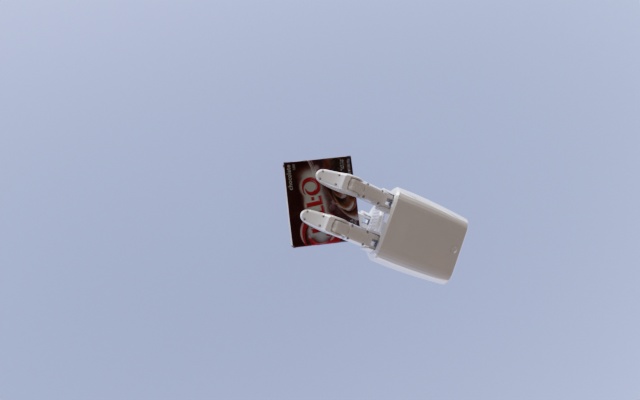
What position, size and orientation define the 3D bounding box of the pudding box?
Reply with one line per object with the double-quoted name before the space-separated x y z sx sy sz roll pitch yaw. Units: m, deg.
"pudding box" 0.000 0.002 0.626 0.090 0.113 0.039 -7 -4 -9
